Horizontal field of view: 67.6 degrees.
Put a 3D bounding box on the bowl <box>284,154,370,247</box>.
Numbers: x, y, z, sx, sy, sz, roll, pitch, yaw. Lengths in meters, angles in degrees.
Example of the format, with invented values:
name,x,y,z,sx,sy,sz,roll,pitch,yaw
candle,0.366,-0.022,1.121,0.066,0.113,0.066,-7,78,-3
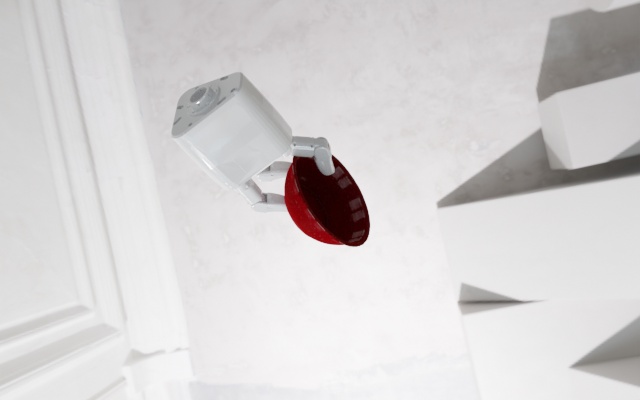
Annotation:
name,x,y,z,sx,sy,sz,roll,pitch,yaw
bowl,0.001,0.003,0.674,0.055,0.162,0.162,-33,-18,30
